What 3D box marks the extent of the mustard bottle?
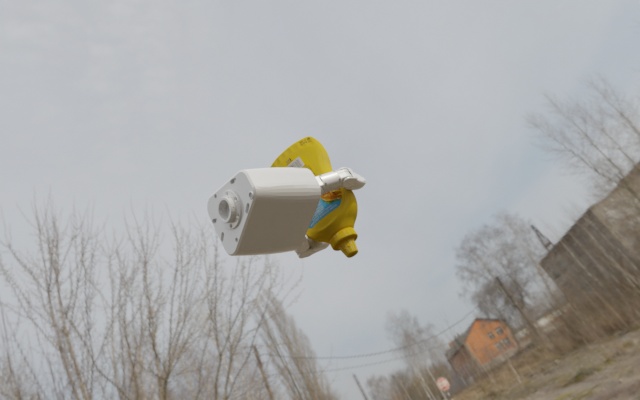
[{"bbox_3d":[0.000,0.002,0.706,0.096,0.191,0.058,-39,-28,14],"label":"mustard bottle"}]
